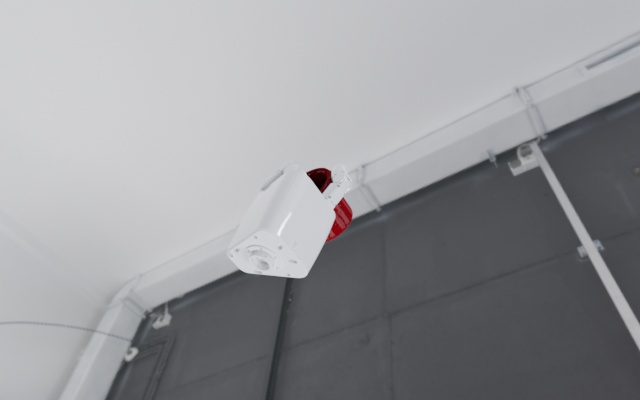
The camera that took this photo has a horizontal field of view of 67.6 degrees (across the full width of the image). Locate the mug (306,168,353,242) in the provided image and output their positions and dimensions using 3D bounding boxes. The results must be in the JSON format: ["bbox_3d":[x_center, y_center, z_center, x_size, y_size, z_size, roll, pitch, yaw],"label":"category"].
[{"bbox_3d":[0.001,0.002,0.737,0.093,0.081,0.117,-15,34,37],"label":"mug"}]
